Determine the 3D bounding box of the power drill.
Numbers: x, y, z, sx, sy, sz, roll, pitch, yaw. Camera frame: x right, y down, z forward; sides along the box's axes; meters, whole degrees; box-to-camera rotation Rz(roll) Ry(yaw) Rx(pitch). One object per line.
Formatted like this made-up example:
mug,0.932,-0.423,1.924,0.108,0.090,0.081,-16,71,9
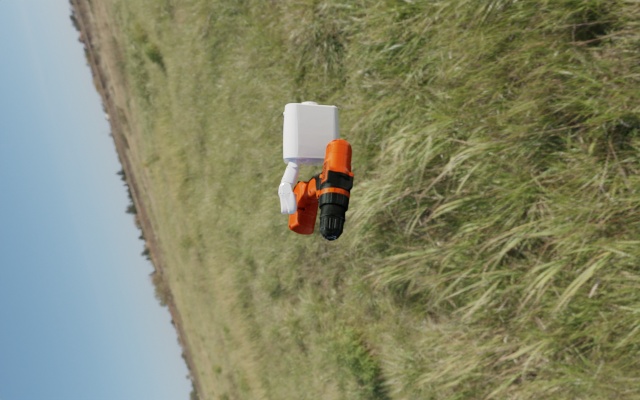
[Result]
power drill,0.000,0.003,0.873,0.057,0.184,0.188,17,-25,-19
